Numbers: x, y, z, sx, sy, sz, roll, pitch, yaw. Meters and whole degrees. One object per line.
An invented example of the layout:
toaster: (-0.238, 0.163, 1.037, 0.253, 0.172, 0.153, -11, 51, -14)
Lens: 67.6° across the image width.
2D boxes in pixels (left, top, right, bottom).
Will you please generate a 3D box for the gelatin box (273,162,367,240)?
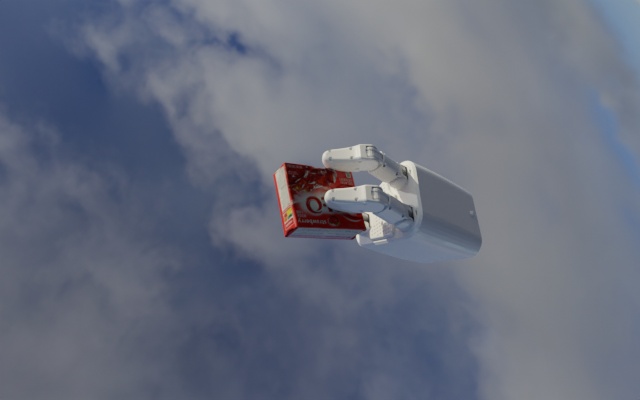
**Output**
gelatin box: (0.000, 0.002, 0.501, 0.089, 0.073, 0.030, 5, -29, -33)
